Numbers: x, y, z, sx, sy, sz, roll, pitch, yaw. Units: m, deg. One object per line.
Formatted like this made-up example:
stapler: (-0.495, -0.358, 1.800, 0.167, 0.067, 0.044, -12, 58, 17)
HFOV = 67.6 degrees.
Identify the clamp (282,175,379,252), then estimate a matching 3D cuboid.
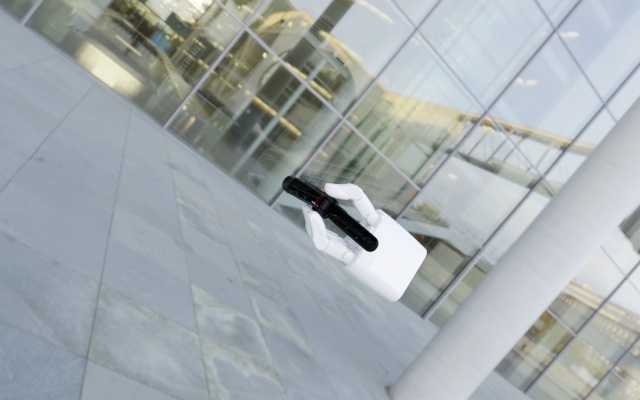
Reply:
clamp: (0.001, 0.002, 0.752, 0.164, 0.036, 0.210, 37, 3, -16)
